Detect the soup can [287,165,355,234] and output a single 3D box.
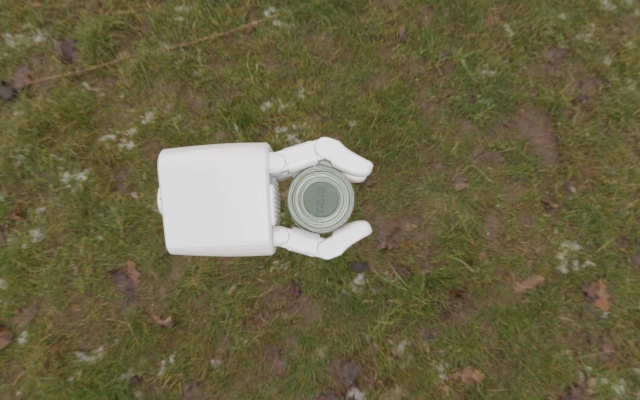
[{"bbox_3d":[0.001,0.002,0.506,0.068,0.068,0.102,0,-4,0],"label":"soup can"}]
